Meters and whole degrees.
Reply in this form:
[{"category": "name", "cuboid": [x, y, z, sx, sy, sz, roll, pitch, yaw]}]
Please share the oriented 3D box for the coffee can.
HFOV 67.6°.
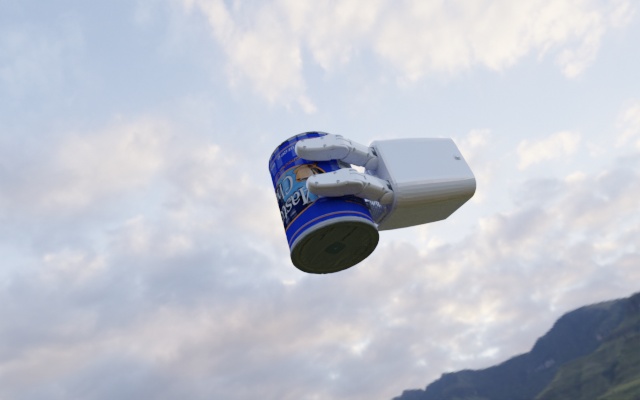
[{"category": "coffee can", "cuboid": [0.000, 0.002, 0.570, 0.103, 0.140, 0.103, -11, -38, -9]}]
